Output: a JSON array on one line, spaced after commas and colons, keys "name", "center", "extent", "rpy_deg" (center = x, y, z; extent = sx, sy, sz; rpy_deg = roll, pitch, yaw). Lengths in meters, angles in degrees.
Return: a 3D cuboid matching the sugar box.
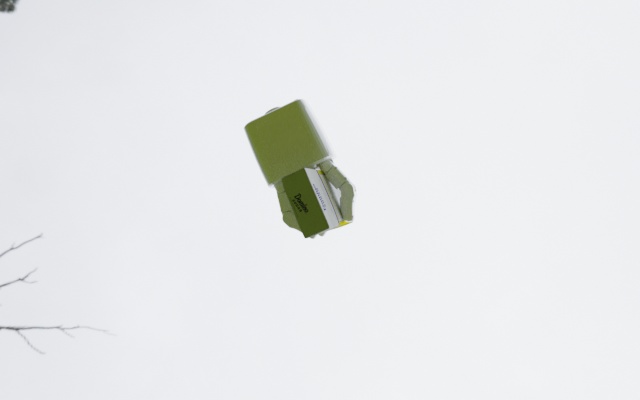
[{"name": "sugar box", "center": [0.000, 0.002, 0.731], "extent": [0.048, 0.093, 0.176], "rpy_deg": [-24, -6, 16]}]
